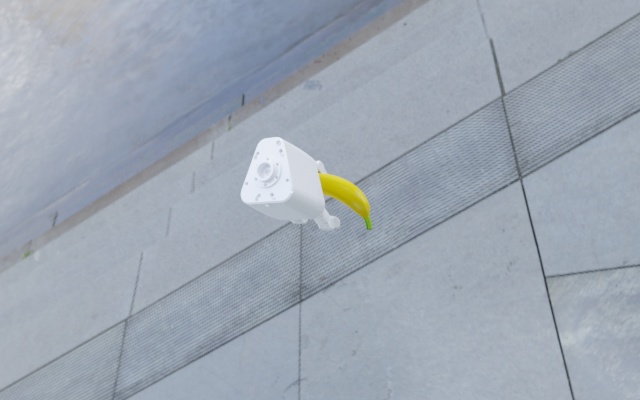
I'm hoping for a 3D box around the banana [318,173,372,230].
[{"bbox_3d":[0.009,-0.014,0.845,0.198,0.069,0.037,22,7,25],"label":"banana"}]
